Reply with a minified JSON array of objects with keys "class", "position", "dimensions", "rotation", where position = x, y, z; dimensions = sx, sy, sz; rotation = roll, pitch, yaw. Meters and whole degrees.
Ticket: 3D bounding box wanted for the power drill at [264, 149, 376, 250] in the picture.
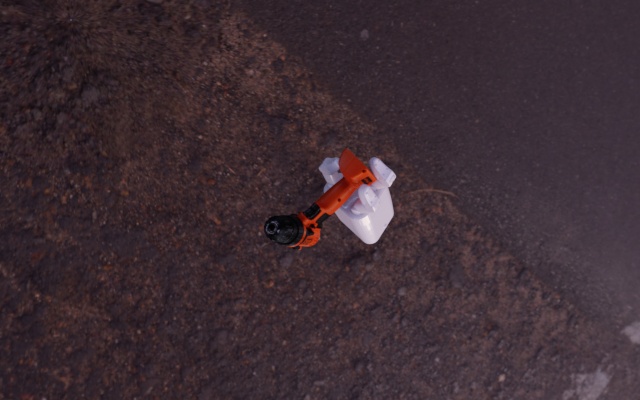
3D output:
[{"class":"power drill","position":[0.001,0.002,0.786],"dimensions":[0.187,0.057,0.184],"rotation":[-44,-15,7]}]
